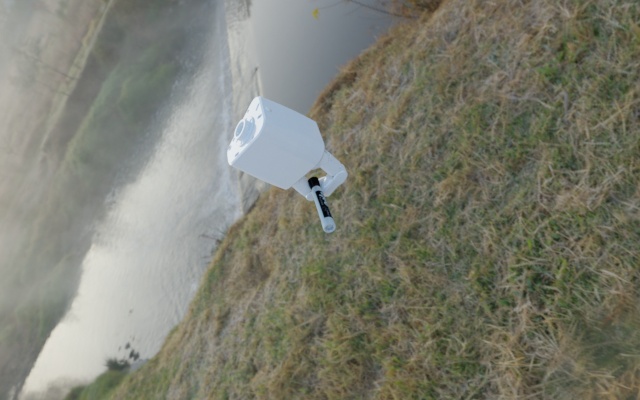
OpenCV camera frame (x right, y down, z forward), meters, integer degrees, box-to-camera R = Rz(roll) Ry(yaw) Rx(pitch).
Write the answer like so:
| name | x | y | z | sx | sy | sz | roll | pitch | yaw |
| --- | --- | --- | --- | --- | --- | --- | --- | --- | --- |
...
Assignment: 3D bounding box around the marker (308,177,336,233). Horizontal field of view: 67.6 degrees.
| name | x | y | z | sx | sy | sz | roll | pitch | yaw |
| --- | --- | --- | --- | --- | --- | --- | --- | --- | --- |
| marker | 0.000 | 0.002 | 0.748 | 0.020 | 0.020 | 0.121 | 0 | 40 | -17 |
